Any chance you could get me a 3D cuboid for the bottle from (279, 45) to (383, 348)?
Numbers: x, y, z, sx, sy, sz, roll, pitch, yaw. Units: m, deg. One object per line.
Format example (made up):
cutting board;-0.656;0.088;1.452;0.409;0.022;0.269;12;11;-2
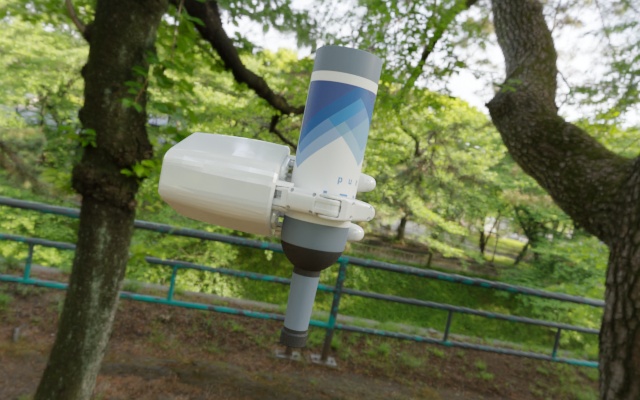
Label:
bottle;0.000;0.001;0.479;0.069;0.296;0.069;11;3;-1
